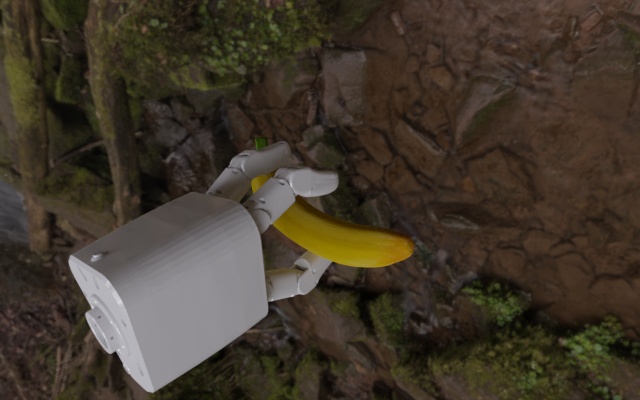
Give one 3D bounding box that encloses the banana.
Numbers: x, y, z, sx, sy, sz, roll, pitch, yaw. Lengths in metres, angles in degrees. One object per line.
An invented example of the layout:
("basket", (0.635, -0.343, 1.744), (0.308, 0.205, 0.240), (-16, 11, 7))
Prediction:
("banana", (-0.005, 0.015, 0.435), (0.197, 0.070, 0.037), (35, 42, 30))
